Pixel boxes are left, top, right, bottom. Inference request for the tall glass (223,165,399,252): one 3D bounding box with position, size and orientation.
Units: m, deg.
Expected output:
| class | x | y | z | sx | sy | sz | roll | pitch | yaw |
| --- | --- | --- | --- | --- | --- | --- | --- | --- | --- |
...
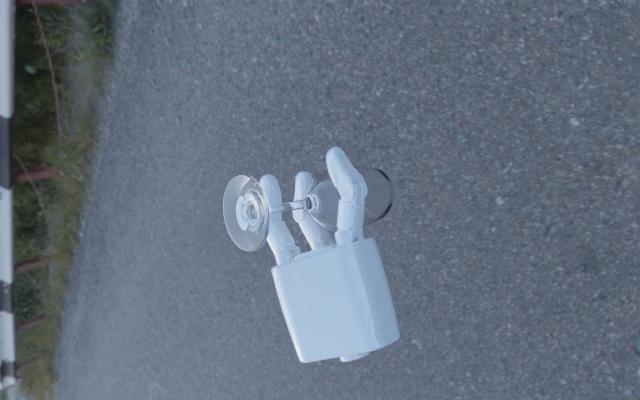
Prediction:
| class | x | y | z | sx | sy | sz | roll | pitch | yaw |
| --- | --- | --- | --- | --- | --- | --- | --- | --- | --- |
| tall glass | 0.000 | 0.002 | 0.518 | 0.201 | 0.079 | 0.079 | -9 | 6 | -43 |
